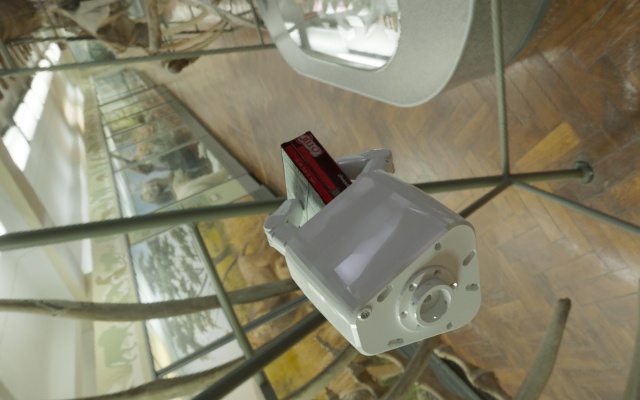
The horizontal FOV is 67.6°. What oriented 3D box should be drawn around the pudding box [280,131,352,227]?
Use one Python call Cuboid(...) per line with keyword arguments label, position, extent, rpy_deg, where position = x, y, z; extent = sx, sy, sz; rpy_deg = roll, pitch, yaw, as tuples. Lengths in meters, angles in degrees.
Cuboid(label="pudding box", position=(0.000, 0.002, 0.473), extent=(0.039, 0.090, 0.114), rpy_deg=(-25, -32, -18))
